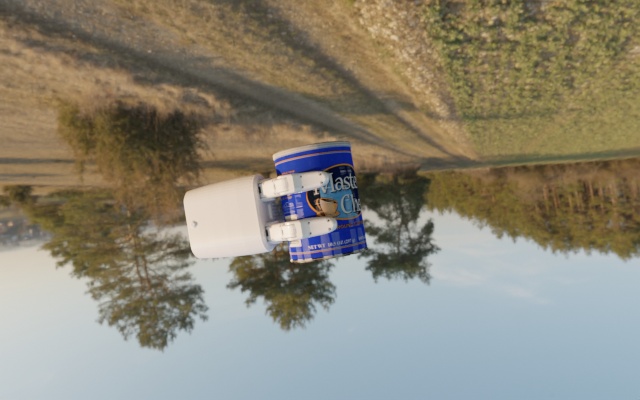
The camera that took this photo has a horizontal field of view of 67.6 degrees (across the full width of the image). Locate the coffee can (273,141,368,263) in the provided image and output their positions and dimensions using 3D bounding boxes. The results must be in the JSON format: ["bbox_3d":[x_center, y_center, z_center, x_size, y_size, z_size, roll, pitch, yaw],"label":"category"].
[{"bbox_3d":[0.000,0.002,0.620,0.103,0.140,0.103,-10,-1,0],"label":"coffee can"}]
